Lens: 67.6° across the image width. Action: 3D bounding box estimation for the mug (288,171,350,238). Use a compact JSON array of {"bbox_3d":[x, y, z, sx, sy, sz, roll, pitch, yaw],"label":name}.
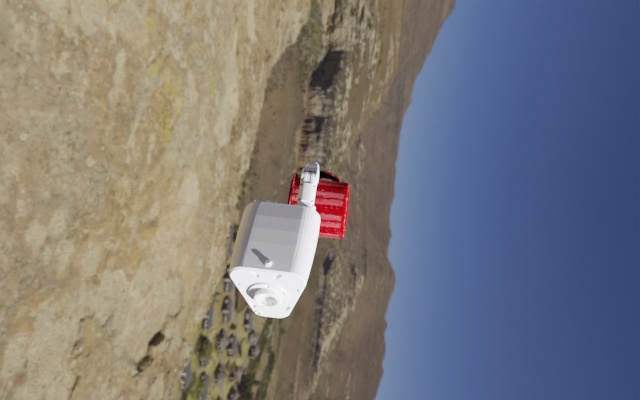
[{"bbox_3d":[0.001,0.001,0.703,0.081,0.117,0.093,6,-43,4],"label":"mug"}]
